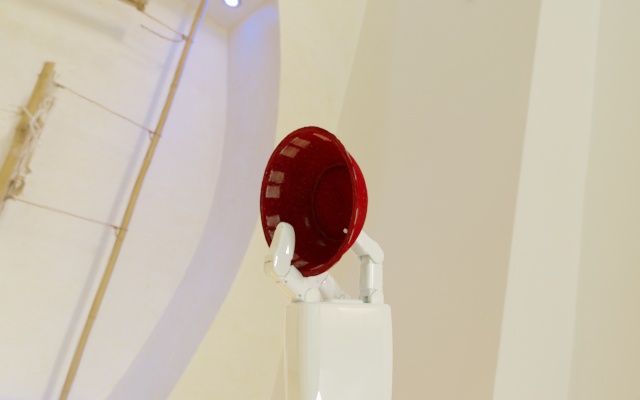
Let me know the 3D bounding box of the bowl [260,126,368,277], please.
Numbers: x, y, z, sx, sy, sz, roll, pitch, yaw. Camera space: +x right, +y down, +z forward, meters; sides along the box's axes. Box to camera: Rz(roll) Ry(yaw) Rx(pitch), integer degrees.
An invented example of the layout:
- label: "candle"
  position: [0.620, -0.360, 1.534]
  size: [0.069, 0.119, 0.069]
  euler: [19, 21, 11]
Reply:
- label: "bowl"
  position: [0.000, 0.000, 0.528]
  size: [0.055, 0.162, 0.162]
  euler: [2, -1, -42]
